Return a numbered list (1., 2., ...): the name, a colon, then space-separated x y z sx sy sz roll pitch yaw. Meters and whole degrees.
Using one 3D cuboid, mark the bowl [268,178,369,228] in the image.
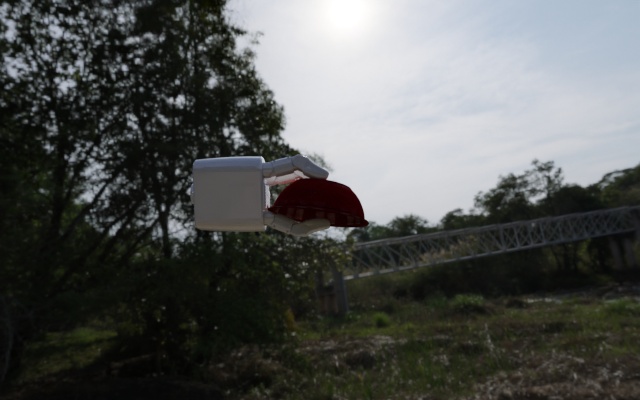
1. bowl: 0.001 0.002 0.758 0.162 0.055 0.162 8 -11 2
